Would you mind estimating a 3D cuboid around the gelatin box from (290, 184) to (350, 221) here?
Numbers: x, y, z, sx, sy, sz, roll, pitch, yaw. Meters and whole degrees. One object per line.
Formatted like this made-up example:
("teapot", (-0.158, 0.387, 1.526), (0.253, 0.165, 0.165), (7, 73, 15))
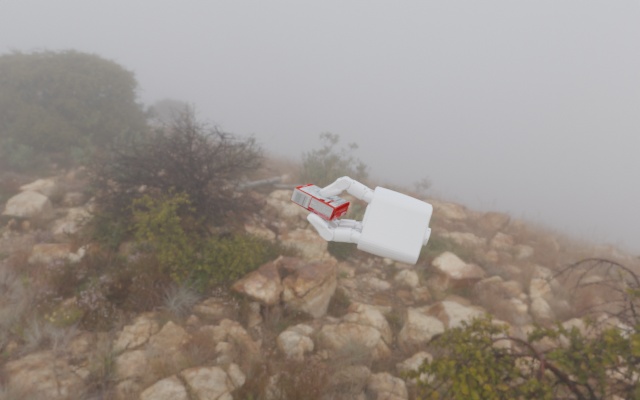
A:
("gelatin box", (0.000, 0.002, 0.878), (0.089, 0.030, 0.073), (27, 17, 18))
